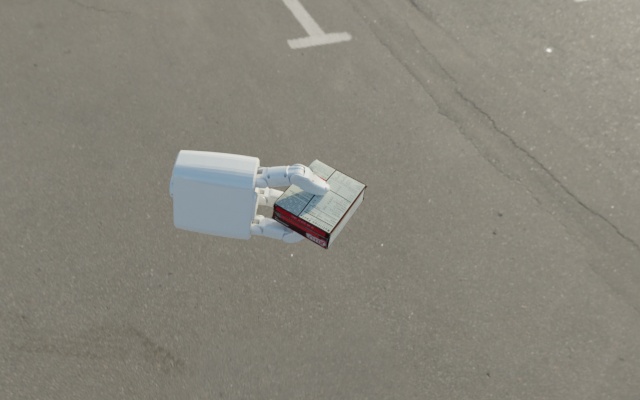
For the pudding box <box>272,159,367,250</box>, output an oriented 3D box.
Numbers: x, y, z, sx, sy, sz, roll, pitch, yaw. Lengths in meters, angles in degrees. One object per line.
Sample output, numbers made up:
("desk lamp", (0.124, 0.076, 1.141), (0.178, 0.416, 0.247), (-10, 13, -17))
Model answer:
("pudding box", (0.000, 0.002, 0.662), (0.090, 0.113, 0.039), (29, -37, 13))
